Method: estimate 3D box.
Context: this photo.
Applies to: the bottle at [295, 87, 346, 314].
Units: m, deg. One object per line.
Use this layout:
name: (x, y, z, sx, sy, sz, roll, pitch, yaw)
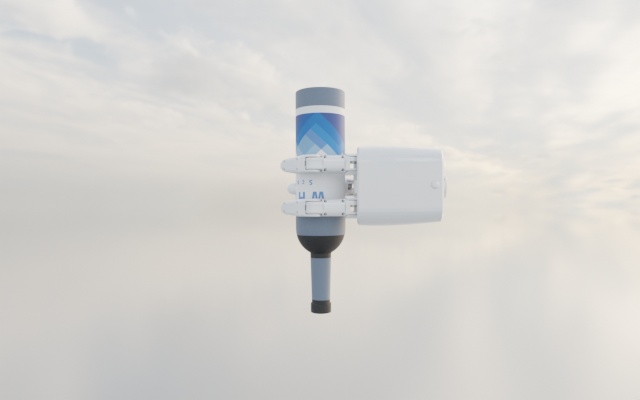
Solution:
bottle: (0.000, 0.002, 0.640, 0.069, 0.295, 0.069, 0, -1, 0)
